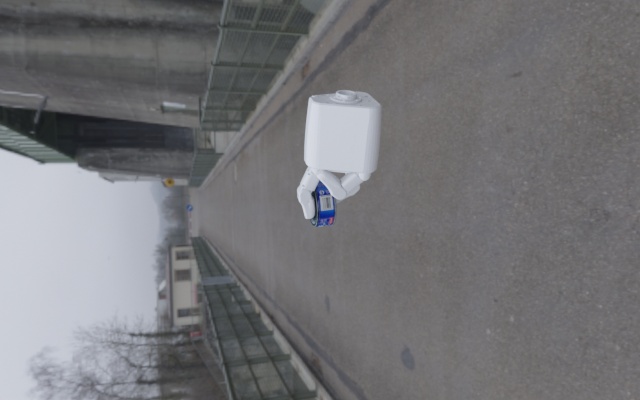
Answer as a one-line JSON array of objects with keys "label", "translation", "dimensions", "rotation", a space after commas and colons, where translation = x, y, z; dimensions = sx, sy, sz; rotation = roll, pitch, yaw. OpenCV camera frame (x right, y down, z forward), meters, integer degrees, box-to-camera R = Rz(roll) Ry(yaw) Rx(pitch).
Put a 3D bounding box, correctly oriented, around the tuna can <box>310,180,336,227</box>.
[{"label": "tuna can", "translation": [0.000, 0.003, 0.832], "dimensions": [0.034, 0.086, 0.086], "rotation": [-7, 2, -13]}]
